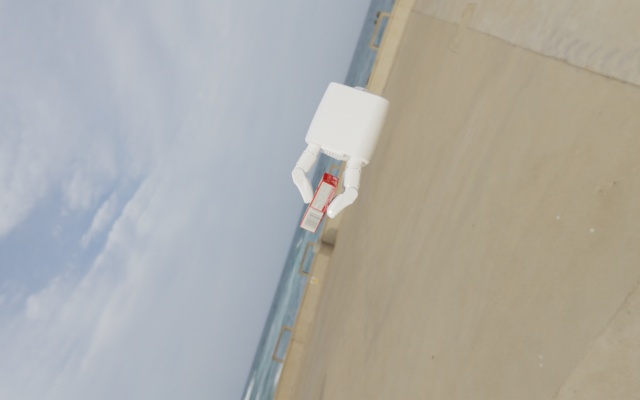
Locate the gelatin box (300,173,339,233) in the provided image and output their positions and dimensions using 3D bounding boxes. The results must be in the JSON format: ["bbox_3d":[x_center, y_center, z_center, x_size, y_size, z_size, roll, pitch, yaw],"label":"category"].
[{"bbox_3d":[0.000,0.003,0.792,0.030,0.089,0.073,26,12,-1],"label":"gelatin box"}]
